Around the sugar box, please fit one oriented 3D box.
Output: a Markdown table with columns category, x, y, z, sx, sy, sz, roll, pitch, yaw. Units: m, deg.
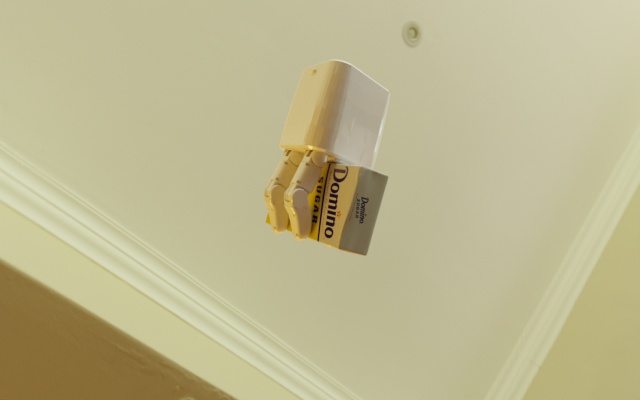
| category | x | y | z | sx | sy | sz | roll | pitch | yaw |
| --- | --- | --- | --- | --- | --- | --- | --- | --- | --- |
| sugar box | 0.000 | 0.002 | 0.574 | 0.048 | 0.093 | 0.176 | 17 | -3 | -30 |
